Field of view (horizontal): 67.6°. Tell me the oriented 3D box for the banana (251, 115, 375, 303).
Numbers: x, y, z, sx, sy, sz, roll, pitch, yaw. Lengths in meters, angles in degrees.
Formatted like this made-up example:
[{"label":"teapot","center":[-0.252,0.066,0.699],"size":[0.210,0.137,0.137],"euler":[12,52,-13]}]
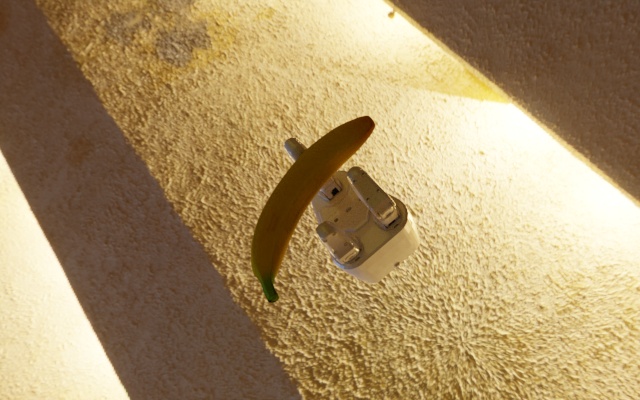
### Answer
[{"label":"banana","center":[-0.016,-0.001,0.459],"size":[0.069,0.197,0.037],"euler":[21,-13,33]}]
